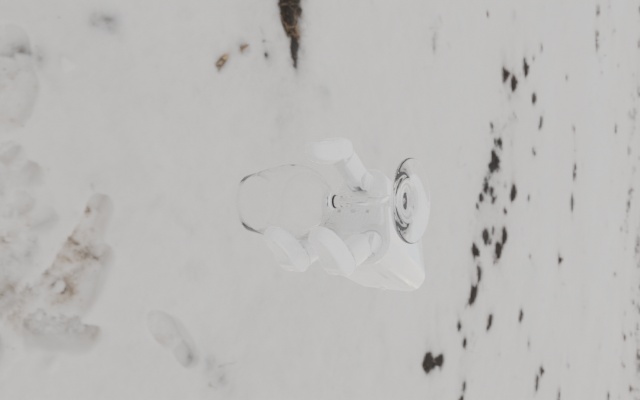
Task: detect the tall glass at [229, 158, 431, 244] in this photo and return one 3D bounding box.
[{"bbox_3d":[0.001,0.001,0.470,0.201,0.079,0.079,-1,0,37],"label":"tall glass"}]
